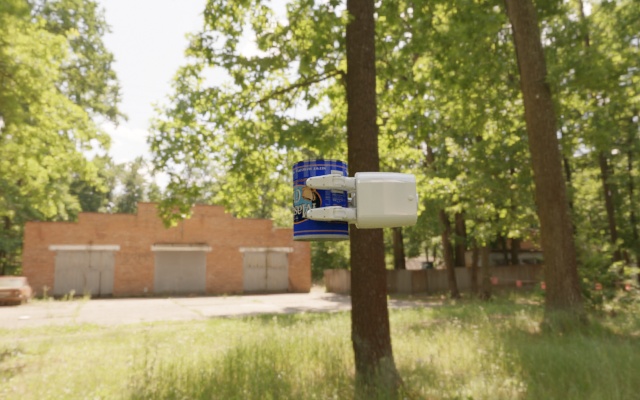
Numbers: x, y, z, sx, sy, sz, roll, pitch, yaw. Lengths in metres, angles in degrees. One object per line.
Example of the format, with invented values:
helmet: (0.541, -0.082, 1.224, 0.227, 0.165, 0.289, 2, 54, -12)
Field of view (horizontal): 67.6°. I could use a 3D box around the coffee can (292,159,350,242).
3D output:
coffee can: (0.000, 0.003, 0.873, 0.103, 0.140, 0.103, -1, -8, 0)
